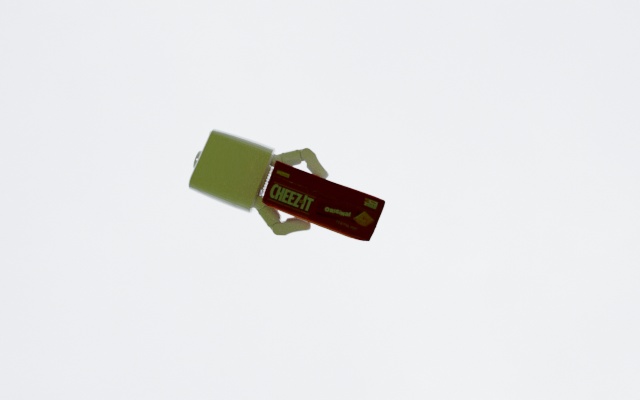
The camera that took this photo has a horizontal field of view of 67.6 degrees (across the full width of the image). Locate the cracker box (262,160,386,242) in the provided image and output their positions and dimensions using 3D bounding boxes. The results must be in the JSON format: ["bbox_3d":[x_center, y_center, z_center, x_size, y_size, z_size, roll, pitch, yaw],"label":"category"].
[{"bbox_3d":[0.000,0.002,0.760,0.164,0.072,0.213,20,0,-2],"label":"cracker box"}]
